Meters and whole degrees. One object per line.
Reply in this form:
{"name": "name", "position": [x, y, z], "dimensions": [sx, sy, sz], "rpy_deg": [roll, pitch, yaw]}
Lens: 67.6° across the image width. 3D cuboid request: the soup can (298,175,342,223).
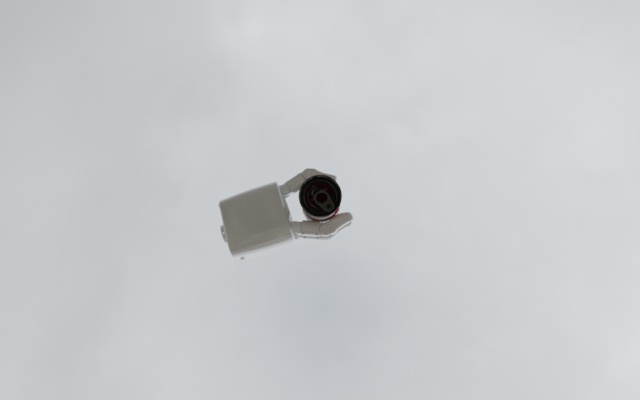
{"name": "soup can", "position": [0.001, 0.002, 0.792], "dimensions": [0.068, 0.068, 0.102], "rpy_deg": [0, -11, 1]}
